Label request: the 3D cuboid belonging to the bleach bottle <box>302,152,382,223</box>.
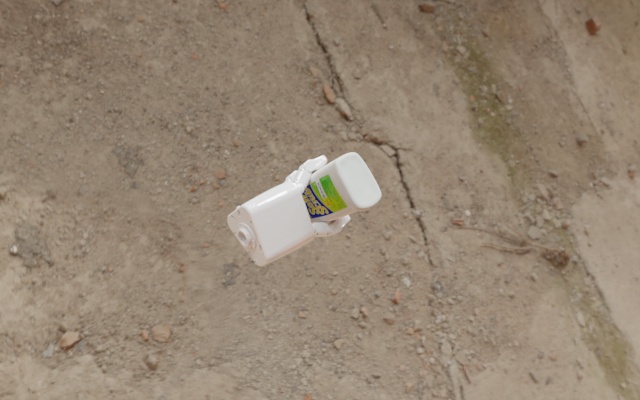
[{"bbox_3d":[0.000,0.003,0.886,0.068,0.102,0.251,-28,-2,-36],"label":"bleach bottle"}]
